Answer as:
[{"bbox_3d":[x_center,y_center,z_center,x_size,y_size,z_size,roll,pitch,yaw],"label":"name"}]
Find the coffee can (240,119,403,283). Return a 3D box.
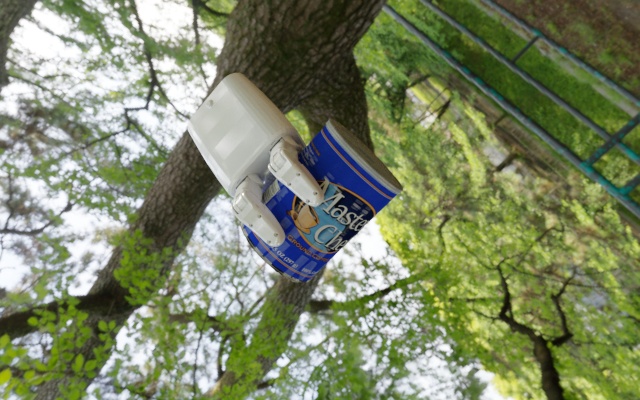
[{"bbox_3d":[0.000,0.002,0.496,0.140,0.103,0.103,-46,-14,14],"label":"coffee can"}]
